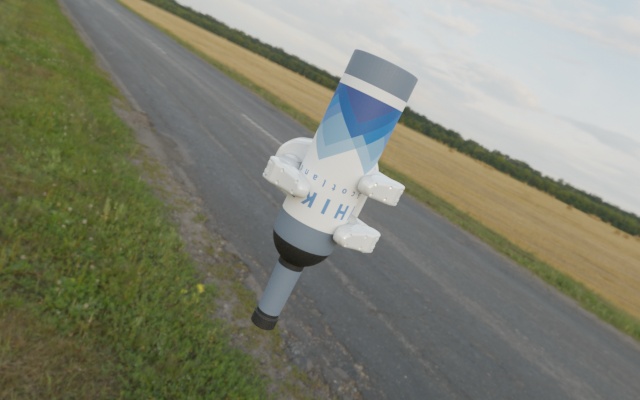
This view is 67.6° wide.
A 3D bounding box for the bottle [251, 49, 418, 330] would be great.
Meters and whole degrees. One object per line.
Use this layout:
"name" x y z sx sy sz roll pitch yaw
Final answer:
"bottle" 0.000 0.001 0.480 0.069 0.296 0.069 24 12 -6
